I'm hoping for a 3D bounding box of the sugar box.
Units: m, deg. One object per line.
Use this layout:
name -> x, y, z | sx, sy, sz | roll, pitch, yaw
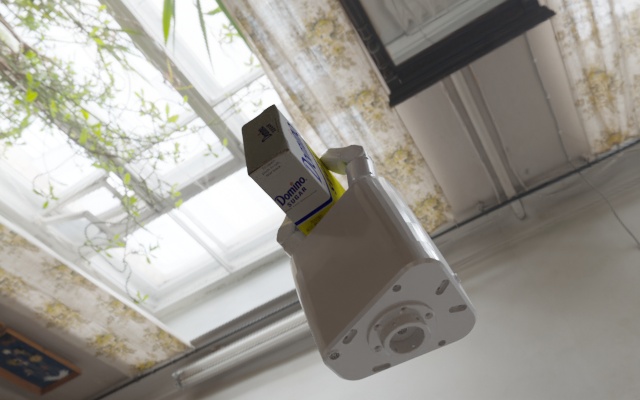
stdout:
sugar box -> 0.001, 0.001, 0.440 | 0.048, 0.176, 0.093 | -33, 34, 9
